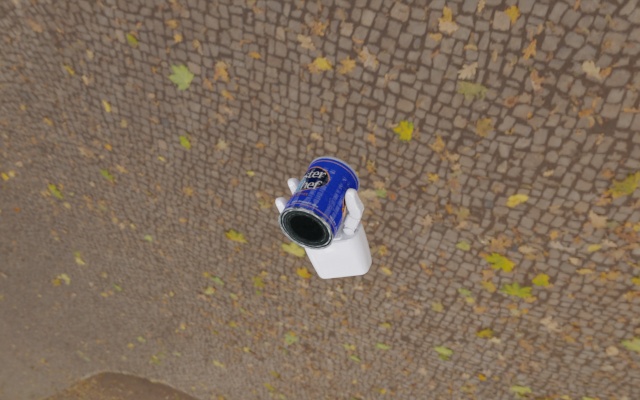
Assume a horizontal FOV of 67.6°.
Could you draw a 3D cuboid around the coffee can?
[{"bbox_3d":[0.000,0.003,0.859,0.103,0.103,0.140,0,42,30],"label":"coffee can"}]
